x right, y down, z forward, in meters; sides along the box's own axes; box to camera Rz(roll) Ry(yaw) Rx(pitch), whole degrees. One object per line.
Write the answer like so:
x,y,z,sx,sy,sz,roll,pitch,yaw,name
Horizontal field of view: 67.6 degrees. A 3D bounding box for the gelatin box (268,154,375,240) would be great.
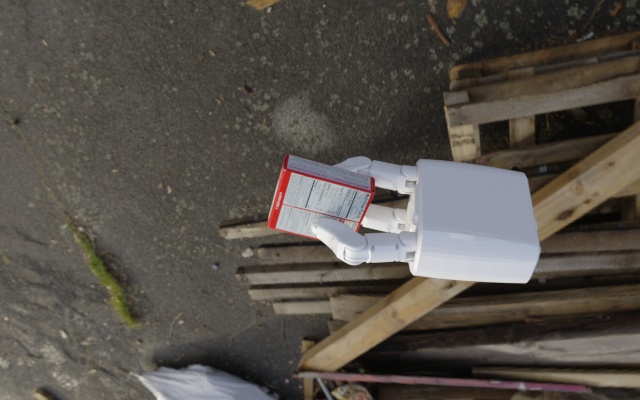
0.000,0.002,0.461,0.089,0.073,0.030,14,37,-8,gelatin box
